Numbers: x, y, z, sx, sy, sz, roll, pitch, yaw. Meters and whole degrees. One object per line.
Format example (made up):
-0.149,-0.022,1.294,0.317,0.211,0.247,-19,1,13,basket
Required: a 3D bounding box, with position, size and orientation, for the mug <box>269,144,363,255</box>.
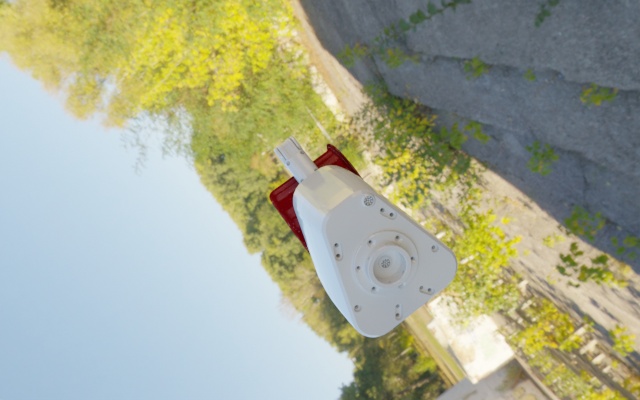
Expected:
0.000,0.001,0.495,0.081,0.093,0.117,-36,15,-4,mug
